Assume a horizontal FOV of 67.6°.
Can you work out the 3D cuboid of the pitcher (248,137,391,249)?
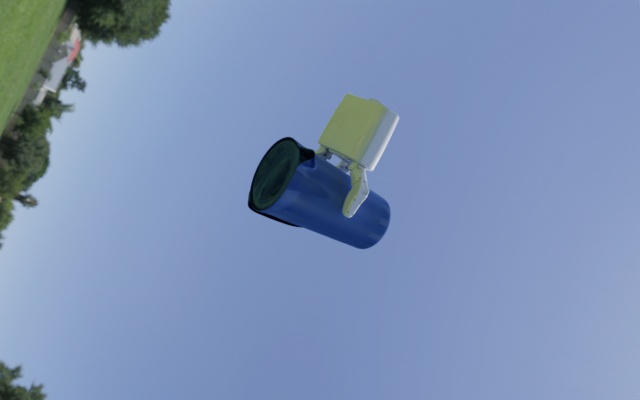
[{"bbox_3d":[0.000,0.003,0.848,0.243,0.145,0.149,27,1,-33],"label":"pitcher"}]
